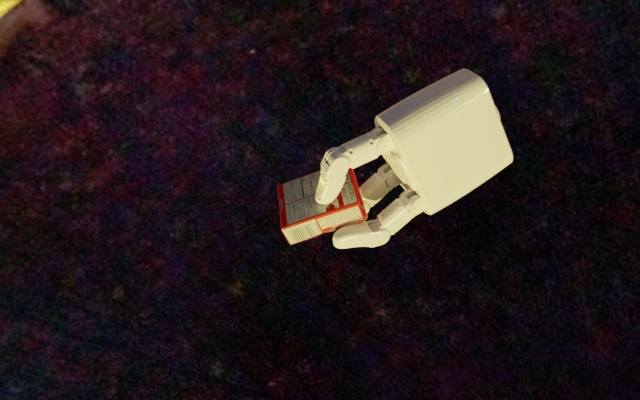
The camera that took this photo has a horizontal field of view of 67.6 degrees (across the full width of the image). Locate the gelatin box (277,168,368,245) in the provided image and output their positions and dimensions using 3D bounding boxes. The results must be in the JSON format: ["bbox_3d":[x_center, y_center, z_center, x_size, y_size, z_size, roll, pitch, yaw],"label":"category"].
[{"bbox_3d":[0.000,0.002,0.520,0.089,0.030,0.073,-19,42,7],"label":"gelatin box"}]
